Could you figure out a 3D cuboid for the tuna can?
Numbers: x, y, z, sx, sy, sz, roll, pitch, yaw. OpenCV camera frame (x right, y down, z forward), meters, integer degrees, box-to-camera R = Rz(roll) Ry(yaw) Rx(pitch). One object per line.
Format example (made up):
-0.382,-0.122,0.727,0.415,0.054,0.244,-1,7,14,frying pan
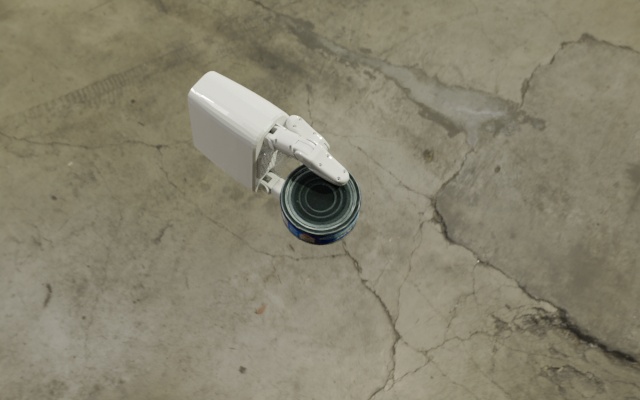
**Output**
0.000,0.001,0.503,0.086,0.086,0.034,0,-22,-1,tuna can
